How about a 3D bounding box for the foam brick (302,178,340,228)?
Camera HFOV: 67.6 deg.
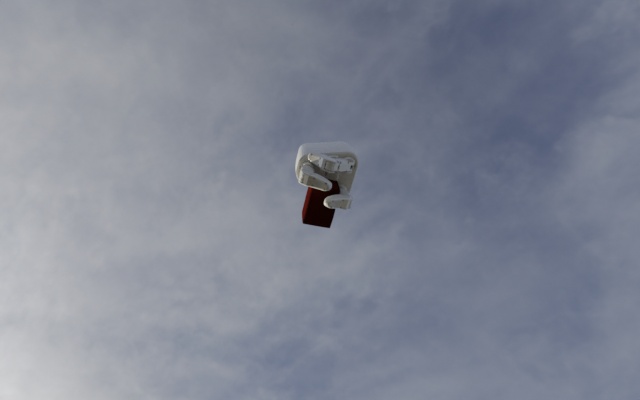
[{"bbox_3d":[0.000,0.003,0.869,0.053,0.078,0.051,12,19,-9],"label":"foam brick"}]
